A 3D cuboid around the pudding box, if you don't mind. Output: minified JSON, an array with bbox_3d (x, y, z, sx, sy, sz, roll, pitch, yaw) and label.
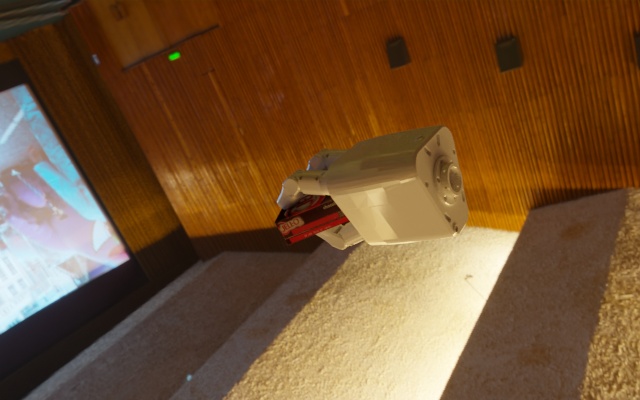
[{"bbox_3d":[0.000,0.002,0.587,0.090,0.039,0.113,-22,16,16],"label":"pudding box"}]
